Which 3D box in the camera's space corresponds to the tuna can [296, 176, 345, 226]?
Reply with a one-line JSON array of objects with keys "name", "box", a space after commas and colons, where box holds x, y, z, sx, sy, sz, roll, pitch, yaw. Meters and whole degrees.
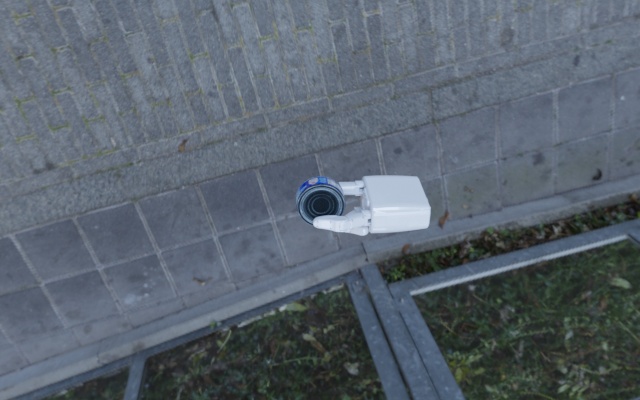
[{"name": "tuna can", "box": [0.000, 0.003, 0.833, 0.086, 0.086, 0.033, 0, 28, -4]}]
